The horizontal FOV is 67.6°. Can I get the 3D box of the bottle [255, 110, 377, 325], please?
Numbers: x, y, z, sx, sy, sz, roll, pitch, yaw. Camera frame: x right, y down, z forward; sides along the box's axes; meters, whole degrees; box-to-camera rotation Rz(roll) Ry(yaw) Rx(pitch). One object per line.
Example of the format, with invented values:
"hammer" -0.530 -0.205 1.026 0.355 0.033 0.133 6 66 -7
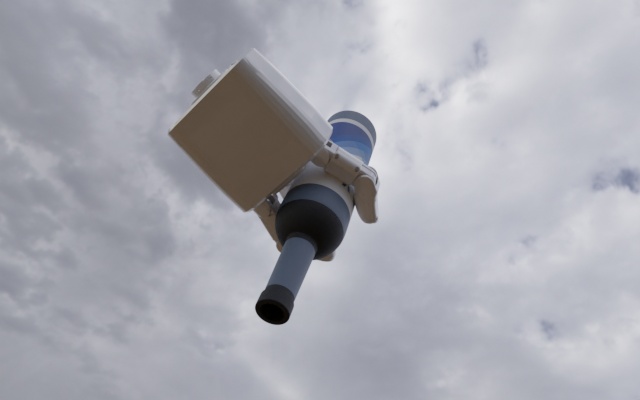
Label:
"bottle" 0.000 0.001 0.470 0.069 0.069 0.295 0 34 17
